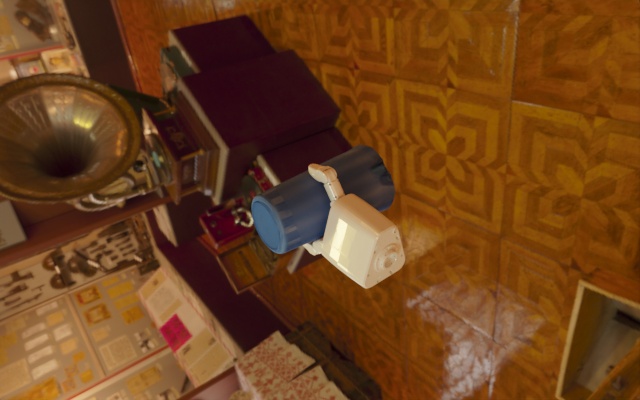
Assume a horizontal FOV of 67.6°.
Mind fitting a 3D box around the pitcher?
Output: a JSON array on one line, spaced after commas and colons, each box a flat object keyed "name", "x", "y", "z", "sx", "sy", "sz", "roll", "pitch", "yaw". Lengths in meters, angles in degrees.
[{"name": "pitcher", "x": 0.000, "y": 0.003, "z": 0.862, "sx": 0.243, "sy": 0.149, "sz": 0.145, "roll": -24, "pitch": 41, "yaw": -29}]
